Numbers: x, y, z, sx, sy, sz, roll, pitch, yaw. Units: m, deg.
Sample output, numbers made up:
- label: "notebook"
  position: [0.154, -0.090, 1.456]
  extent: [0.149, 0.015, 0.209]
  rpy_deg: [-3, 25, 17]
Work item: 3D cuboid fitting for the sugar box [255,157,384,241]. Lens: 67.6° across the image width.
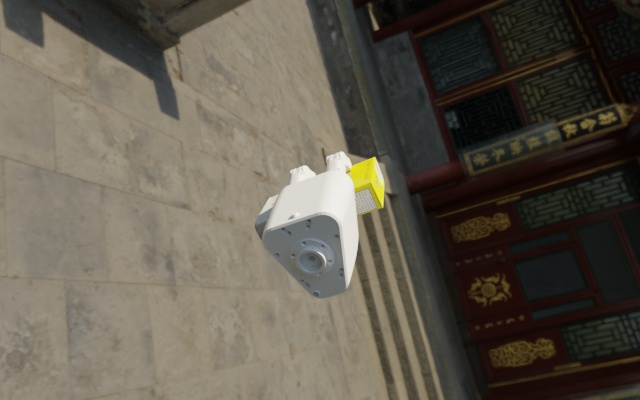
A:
- label: "sugar box"
  position: [0.000, 0.002, 0.666]
  extent: [0.176, 0.048, 0.093]
  rpy_deg: [-18, 21, 17]
